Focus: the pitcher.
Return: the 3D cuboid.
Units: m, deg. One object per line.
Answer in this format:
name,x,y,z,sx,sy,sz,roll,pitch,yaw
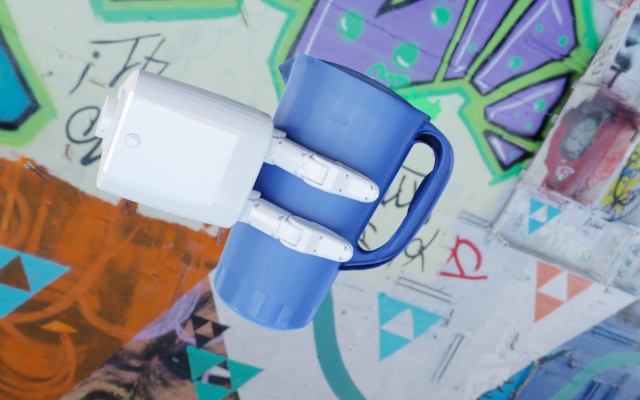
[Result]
pitcher,0.000,0.001,0.449,0.145,0.243,0.149,18,15,-28
